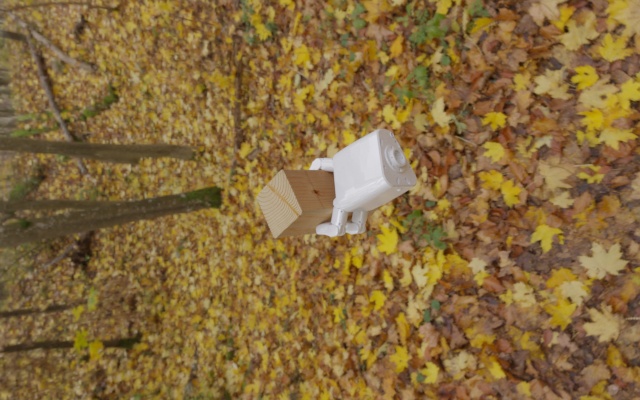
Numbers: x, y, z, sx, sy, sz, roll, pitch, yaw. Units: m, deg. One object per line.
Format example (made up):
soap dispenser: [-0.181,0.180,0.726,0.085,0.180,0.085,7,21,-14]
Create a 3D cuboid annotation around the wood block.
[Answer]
wood block: [0.000,0.002,0.884,0.206,0.090,0.090,-2,-31,-45]
